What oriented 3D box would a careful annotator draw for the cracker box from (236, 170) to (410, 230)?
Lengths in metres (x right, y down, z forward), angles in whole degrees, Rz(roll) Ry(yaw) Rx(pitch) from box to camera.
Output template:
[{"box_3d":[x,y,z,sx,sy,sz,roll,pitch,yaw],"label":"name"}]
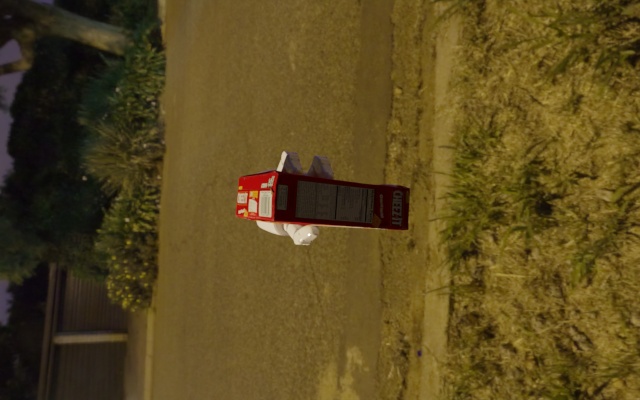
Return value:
[{"box_3d":[0.000,0.003,0.717,0.214,0.072,0.164,5,-2,-26],"label":"cracker box"}]
